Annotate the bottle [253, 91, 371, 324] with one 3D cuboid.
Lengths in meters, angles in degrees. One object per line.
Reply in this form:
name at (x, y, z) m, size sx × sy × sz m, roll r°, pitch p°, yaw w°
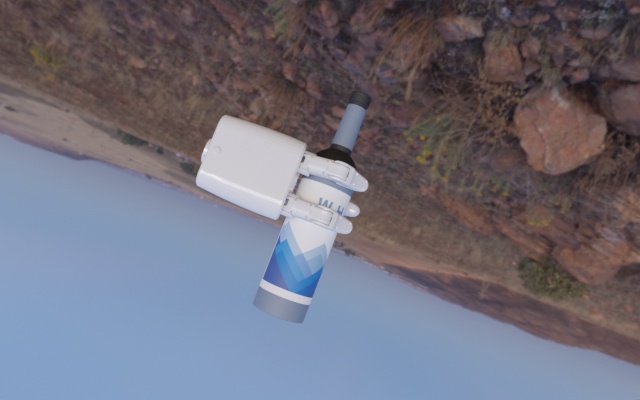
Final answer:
bottle at (0.000, 0.002, 0.600) m, size 0.069 × 0.295 × 0.069 m, roll 21°, pitch -5°, yaw 2°
